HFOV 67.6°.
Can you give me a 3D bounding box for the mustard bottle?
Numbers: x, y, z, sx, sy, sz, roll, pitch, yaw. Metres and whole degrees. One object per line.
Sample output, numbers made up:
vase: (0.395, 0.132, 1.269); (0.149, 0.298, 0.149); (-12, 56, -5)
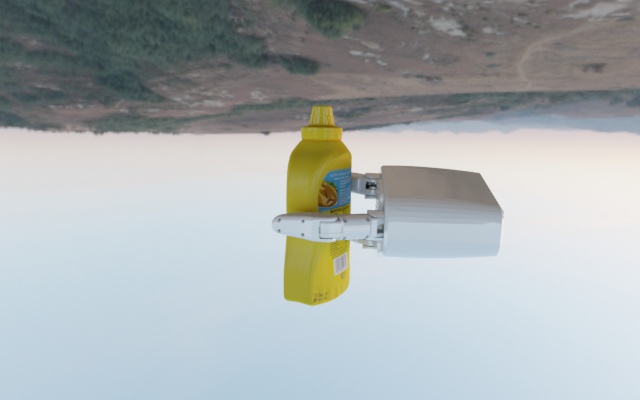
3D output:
mustard bottle: (0.000, 0.002, 0.484); (0.058, 0.191, 0.096); (7, 11, 27)
